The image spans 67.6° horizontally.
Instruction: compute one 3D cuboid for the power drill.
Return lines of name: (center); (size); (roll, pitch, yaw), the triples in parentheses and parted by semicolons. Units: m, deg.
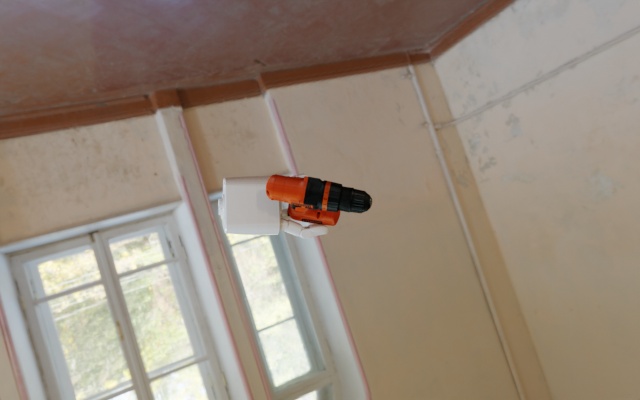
power drill: (0.000, 0.003, 0.889); (0.184, 0.057, 0.188); (11, -13, 5)
